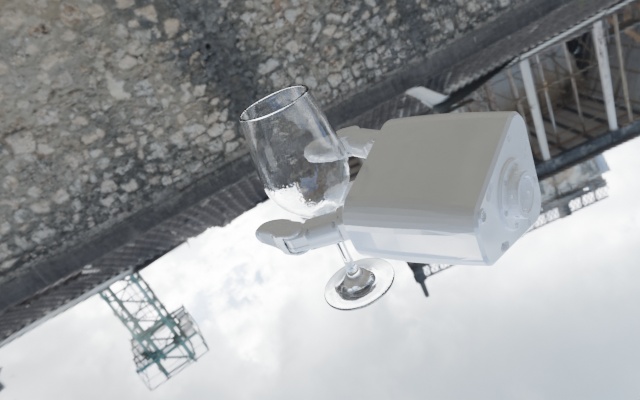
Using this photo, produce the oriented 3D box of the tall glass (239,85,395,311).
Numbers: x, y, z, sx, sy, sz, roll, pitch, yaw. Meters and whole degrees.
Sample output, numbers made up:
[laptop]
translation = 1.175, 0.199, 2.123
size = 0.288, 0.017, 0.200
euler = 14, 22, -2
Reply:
[tall glass]
translation = 0.000, 0.002, 0.428
size = 0.079, 0.201, 0.079
euler = -20, 26, 11
